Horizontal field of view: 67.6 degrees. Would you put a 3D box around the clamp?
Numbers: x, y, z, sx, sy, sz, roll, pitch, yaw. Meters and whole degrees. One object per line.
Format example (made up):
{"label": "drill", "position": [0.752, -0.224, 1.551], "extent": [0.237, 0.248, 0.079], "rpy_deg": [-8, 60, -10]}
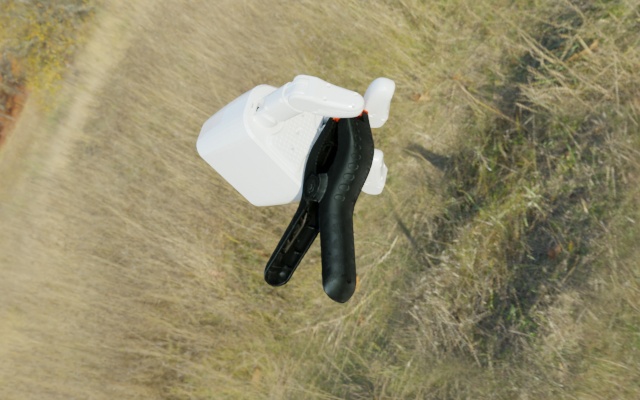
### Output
{"label": "clamp", "position": [0.000, 0.001, 0.401], "extent": [0.039, 0.171, 0.120], "rpy_deg": [28, -25, -33]}
